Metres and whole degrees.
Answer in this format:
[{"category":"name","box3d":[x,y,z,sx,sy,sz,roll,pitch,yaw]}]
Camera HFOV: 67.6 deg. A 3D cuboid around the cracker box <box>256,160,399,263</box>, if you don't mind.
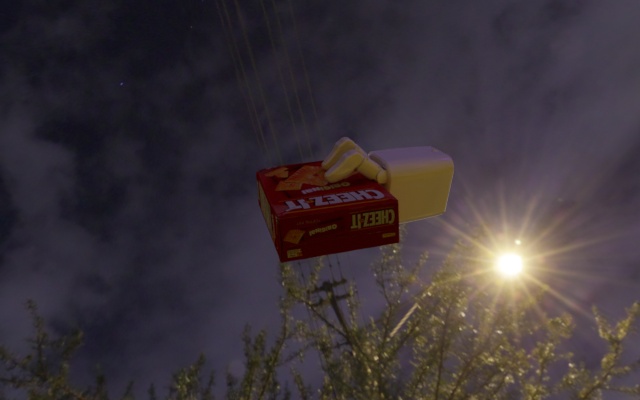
[{"category":"cracker box","box3d":[0.000,0.002,0.703,0.164,0.072,0.213,-9,21,-12]}]
